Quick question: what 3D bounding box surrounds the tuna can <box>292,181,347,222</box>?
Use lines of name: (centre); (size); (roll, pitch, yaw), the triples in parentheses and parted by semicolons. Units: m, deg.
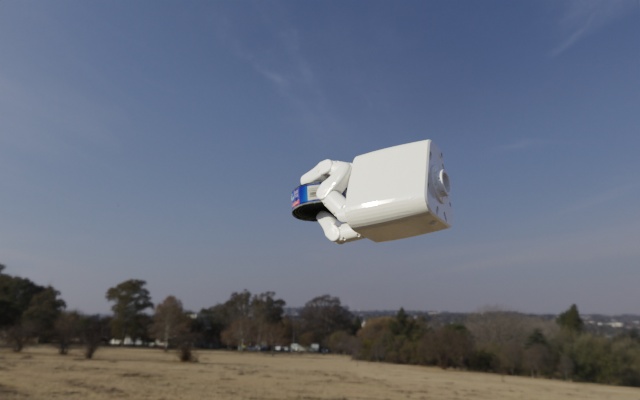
tuna can: (0.000, 0.002, 0.702); (0.086, 0.033, 0.086); (-3, -20, -1)
